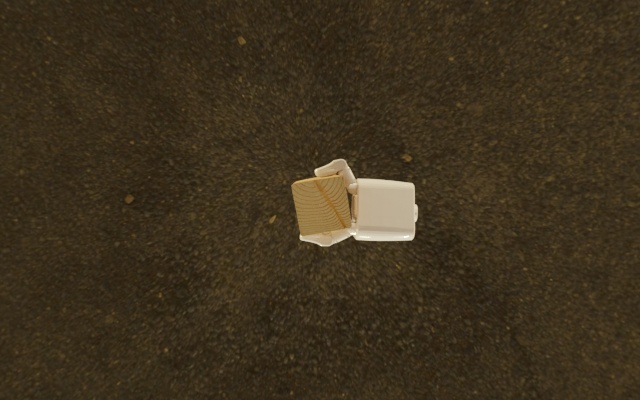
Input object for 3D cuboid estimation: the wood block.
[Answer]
[{"bbox_3d":[0.000,0.003,0.892,0.090,0.091,0.206,-10,3,-1],"label":"wood block"}]
